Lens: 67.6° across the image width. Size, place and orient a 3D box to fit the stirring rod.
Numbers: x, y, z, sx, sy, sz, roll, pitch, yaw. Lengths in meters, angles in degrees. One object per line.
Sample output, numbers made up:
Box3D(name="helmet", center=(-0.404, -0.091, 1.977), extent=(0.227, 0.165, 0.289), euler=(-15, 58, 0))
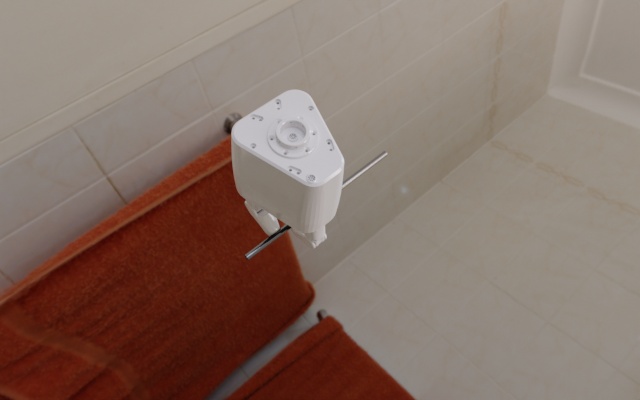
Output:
Box3D(name="stirring rod", center=(0.000, 0.002, 0.624), extent=(0.239, 0.011, 0.011), euler=(-37, 14, -20))
